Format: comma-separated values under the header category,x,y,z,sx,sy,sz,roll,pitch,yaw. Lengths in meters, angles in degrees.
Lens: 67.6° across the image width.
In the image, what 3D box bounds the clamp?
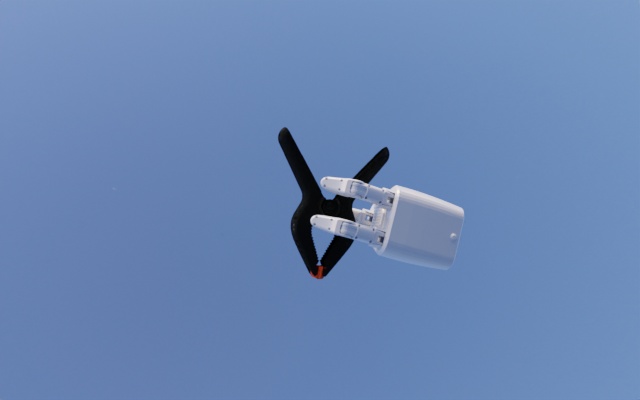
category,x,y,z,sx,sy,sz,roll,pitch,yaw
clamp,0.000,0.003,0.674,0.164,0.210,0.036,16,-7,-12
